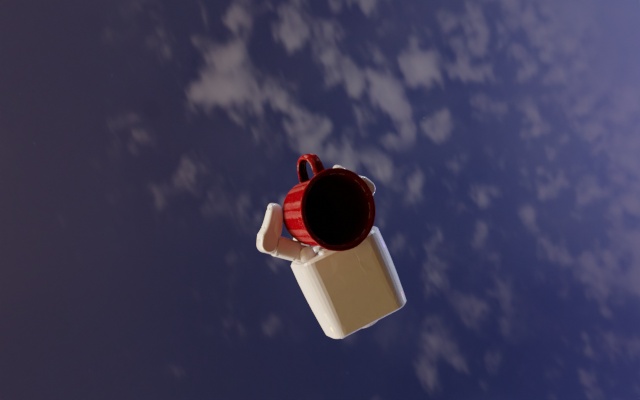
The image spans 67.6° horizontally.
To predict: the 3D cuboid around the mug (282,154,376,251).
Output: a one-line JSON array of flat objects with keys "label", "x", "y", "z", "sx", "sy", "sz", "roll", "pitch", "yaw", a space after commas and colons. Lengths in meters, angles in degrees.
[{"label": "mug", "x": -0.001, "y": 0.001, "z": 0.563, "sx": 0.093, "sy": 0.117, "sz": 0.081, "roll": -25, "pitch": 6, "yaw": -24}]
